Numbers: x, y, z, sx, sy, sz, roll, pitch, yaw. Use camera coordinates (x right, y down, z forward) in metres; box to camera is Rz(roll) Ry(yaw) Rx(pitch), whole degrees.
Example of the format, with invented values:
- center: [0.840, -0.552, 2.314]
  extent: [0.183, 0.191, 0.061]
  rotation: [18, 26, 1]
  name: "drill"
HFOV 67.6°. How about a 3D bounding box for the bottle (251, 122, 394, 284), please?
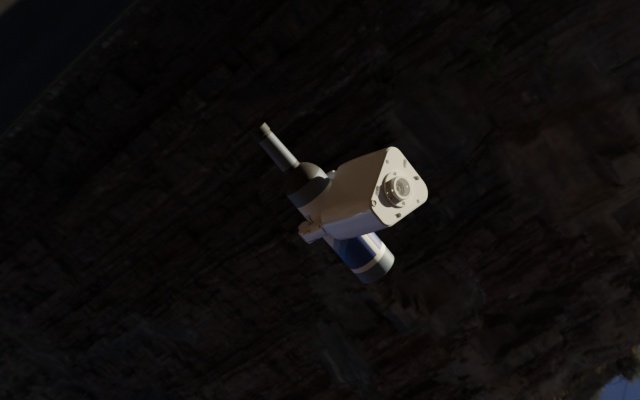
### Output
- center: [0.000, 0.003, 0.734]
  extent: [0.069, 0.296, 0.069]
  rotation: [-37, 16, 12]
  name: "bottle"
